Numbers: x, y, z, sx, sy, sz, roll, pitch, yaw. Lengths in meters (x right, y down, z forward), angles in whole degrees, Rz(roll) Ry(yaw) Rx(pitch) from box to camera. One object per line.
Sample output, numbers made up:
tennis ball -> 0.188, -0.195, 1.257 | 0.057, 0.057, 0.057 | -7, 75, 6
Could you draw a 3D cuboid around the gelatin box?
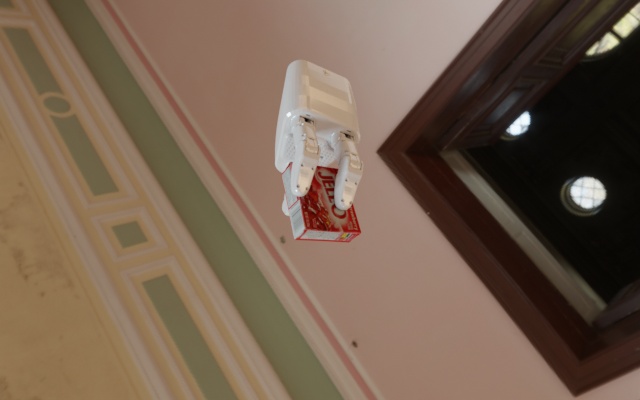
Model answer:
gelatin box -> 0.000, 0.002, 0.540 | 0.073, 0.089, 0.030 | 6, -34, -32
